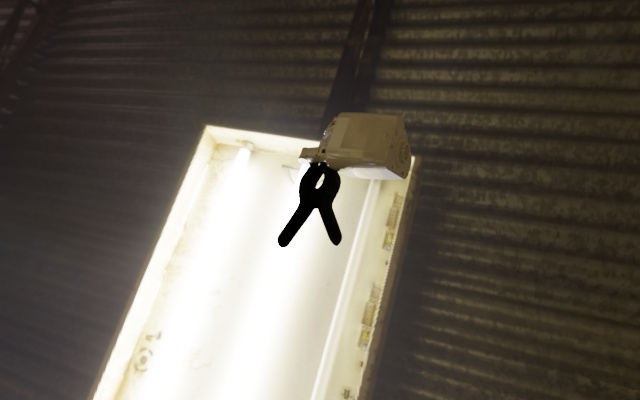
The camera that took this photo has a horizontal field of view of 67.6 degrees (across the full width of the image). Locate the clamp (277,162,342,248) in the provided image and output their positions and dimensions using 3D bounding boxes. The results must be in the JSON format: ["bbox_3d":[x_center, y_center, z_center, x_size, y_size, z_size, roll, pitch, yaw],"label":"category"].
[{"bbox_3d":[0.000,0.003,0.779,0.120,0.171,0.039,6,-19,33],"label":"clamp"}]
